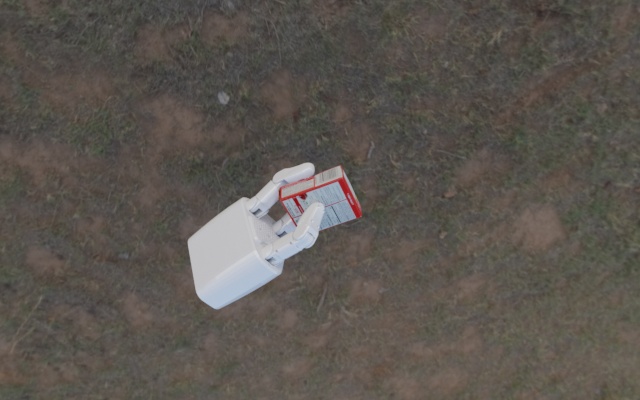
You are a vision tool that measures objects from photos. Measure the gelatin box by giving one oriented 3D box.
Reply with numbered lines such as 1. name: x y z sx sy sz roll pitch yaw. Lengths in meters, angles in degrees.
1. gelatin box: 0.000 0.002 0.622 0.089 0.073 0.030 -20 39 12
